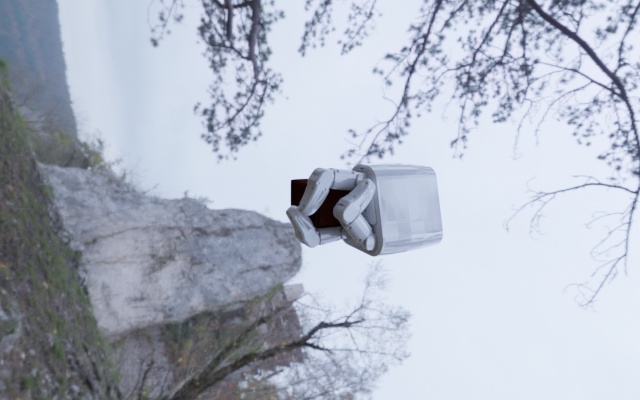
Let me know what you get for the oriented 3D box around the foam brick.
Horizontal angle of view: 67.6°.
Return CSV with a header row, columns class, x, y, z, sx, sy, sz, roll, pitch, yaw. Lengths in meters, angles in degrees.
class,x,y,z,sx,sy,sz,roll,pitch,yaw
foam brick,0.000,0.002,0.624,0.051,0.053,0.078,-5,13,-29
